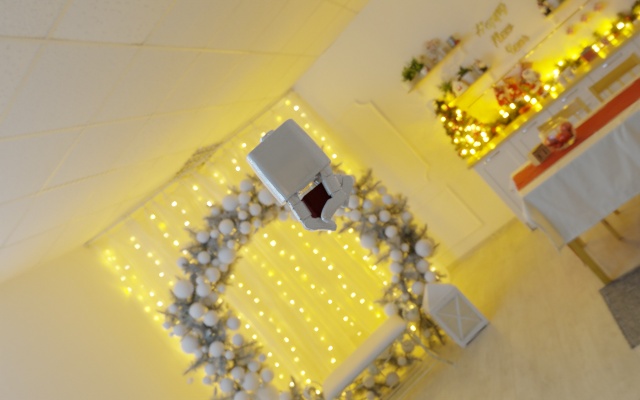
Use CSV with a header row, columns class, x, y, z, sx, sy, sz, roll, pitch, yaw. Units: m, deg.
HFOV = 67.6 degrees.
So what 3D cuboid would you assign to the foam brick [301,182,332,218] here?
class,x,y,z,sx,sy,sz,roll,pitch,yaw
foam brick,0.000,0.003,0.869,0.053,0.051,0.078,-39,-2,-15
